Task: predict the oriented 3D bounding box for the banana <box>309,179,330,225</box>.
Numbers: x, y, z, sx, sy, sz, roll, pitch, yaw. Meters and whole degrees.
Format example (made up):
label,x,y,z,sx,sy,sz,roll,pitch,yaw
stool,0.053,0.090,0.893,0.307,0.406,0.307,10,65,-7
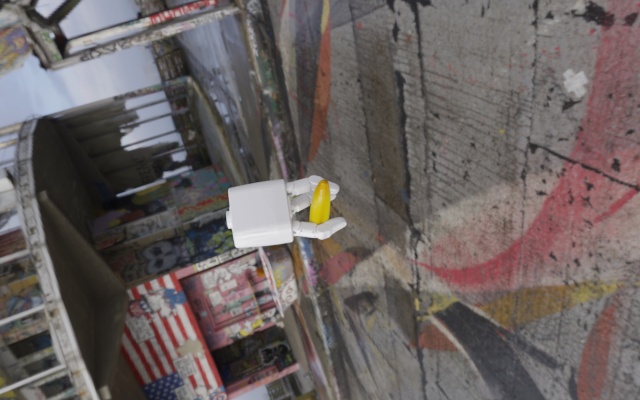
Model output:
label,x,y,z,sx,sy,sz,roll,pitch,yaw
banana,-0.001,0.022,0.897,0.037,0.069,0.198,4,-16,1
